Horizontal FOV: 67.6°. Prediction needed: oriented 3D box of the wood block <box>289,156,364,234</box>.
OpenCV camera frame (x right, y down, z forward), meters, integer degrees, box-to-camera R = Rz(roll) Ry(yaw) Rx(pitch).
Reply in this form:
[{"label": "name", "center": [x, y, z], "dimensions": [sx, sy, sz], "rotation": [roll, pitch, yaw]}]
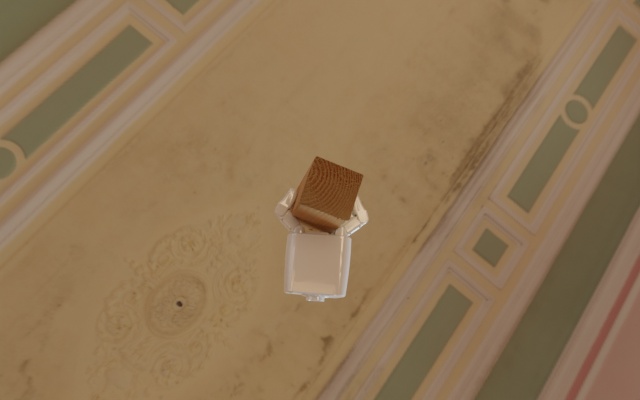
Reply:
[{"label": "wood block", "center": [0.000, 0.003, 0.888], "dimensions": [0.091, 0.090, 0.206], "rotation": [21, -16, -6]}]
